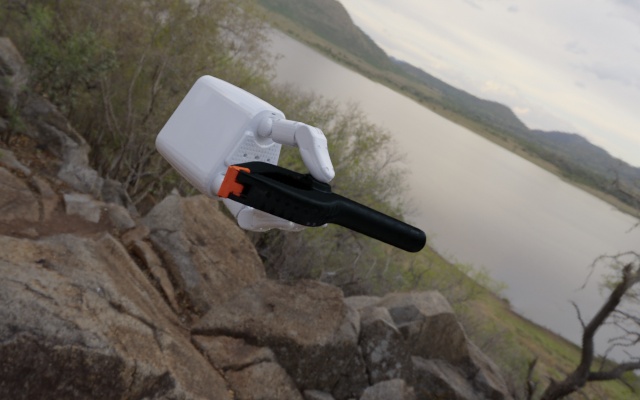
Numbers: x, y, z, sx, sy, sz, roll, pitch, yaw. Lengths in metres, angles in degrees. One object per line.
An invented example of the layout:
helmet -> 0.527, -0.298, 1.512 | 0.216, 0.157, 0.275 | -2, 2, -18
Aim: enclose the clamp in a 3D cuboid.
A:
clamp -> 0.000, 0.001, 0.450 | 0.164, 0.036, 0.210 | 32, 15, 32
